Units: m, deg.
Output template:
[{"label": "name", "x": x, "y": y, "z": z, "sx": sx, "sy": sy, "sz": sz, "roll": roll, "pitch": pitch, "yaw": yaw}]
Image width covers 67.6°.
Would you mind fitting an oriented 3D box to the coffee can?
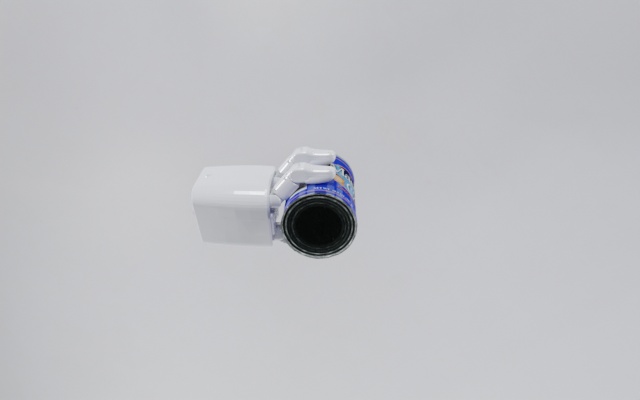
[{"label": "coffee can", "x": 0.000, "y": 0.002, "z": 0.693, "sx": 0.103, "sy": 0.103, "sz": 0.140, "roll": 0, "pitch": 29, "yaw": 2}]
